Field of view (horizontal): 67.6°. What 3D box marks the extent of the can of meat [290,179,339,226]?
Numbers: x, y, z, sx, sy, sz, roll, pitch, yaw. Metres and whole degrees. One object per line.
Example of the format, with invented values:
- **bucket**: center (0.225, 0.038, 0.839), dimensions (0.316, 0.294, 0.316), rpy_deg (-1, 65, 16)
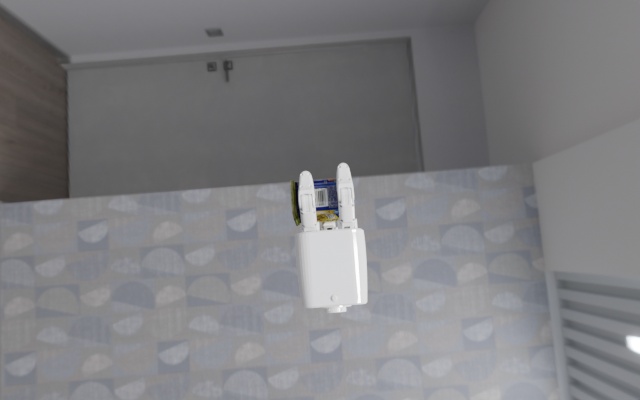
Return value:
- **can of meat**: center (0.000, 0.002, 0.731), dimensions (0.084, 0.057, 0.102), rpy_deg (-4, -13, 0)
